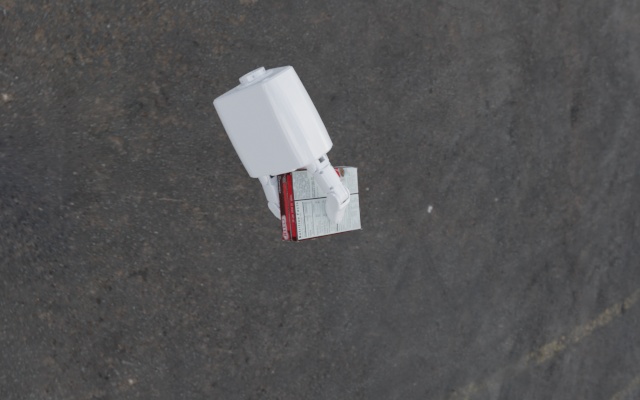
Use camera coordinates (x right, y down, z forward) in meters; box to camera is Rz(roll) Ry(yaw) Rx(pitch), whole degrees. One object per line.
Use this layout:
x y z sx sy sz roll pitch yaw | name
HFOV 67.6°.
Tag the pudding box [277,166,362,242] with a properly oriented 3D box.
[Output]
0.000 0.002 0.624 0.113 0.090 0.039 -7 5 -36 | pudding box
